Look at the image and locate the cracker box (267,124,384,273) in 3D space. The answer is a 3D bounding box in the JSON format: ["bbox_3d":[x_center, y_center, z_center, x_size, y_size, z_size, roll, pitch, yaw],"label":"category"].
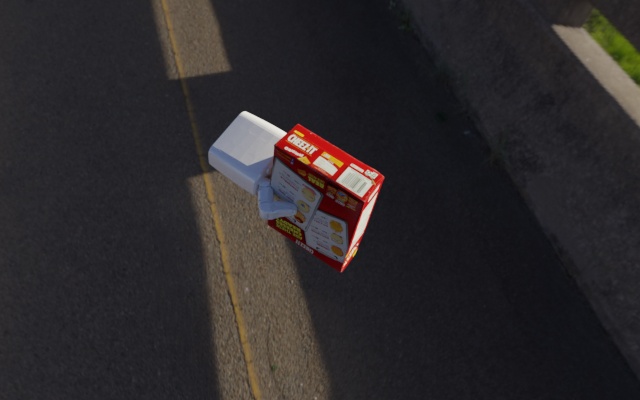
[{"bbox_3d":[0.000,0.003,0.783,0.164,0.072,0.214,32,-34,15],"label":"cracker box"}]
